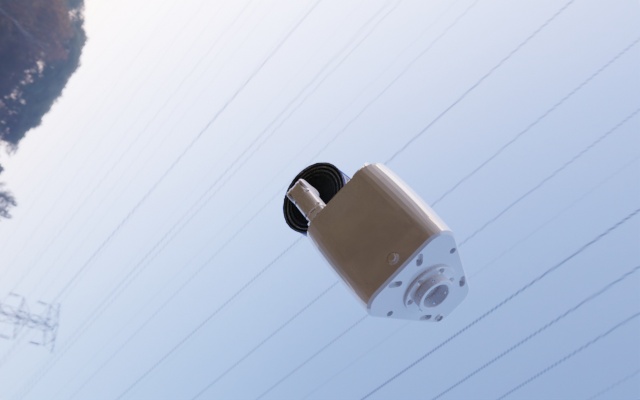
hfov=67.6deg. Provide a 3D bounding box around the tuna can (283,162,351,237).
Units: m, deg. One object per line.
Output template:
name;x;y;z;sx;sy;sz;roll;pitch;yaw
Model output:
tuna can;0.000;0.002;0.542;0.086;0.086;0.034;0;-23;40
